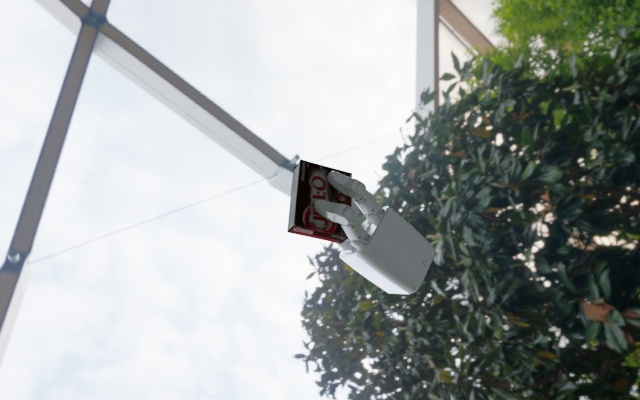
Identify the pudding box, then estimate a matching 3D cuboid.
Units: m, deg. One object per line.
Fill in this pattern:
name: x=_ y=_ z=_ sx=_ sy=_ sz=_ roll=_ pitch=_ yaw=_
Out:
pudding box: x=0.000 y=0.002 z=0.725 sx=0.090 sy=0.113 sz=0.039 roll=14 pitch=-29 yaw=-21
